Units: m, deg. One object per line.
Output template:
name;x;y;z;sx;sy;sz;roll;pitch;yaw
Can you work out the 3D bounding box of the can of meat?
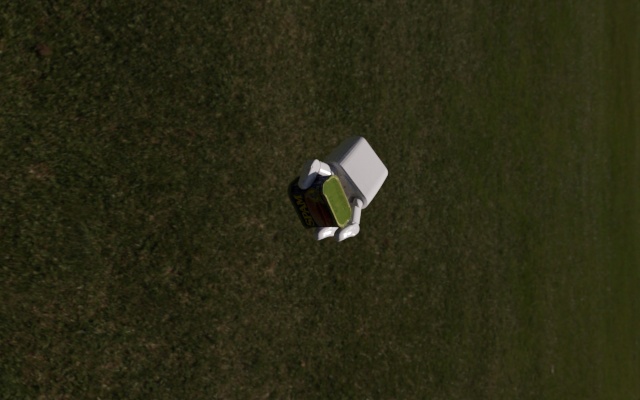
can of meat;0.000;0.003;0.876;0.084;0.102;0.057;-3;32;40
